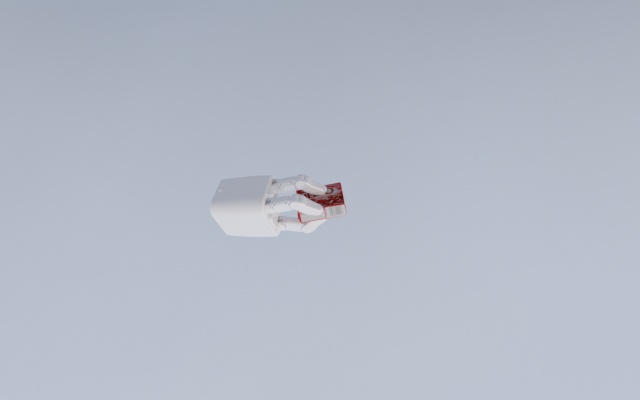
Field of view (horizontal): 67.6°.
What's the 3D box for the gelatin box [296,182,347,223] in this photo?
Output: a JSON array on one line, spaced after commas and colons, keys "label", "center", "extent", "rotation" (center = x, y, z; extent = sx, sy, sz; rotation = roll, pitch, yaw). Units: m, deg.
[{"label": "gelatin box", "center": [0.001, 0.003, 0.891], "extent": [0.089, 0.030, 0.073], "rotation": [-10, 35, 2]}]
